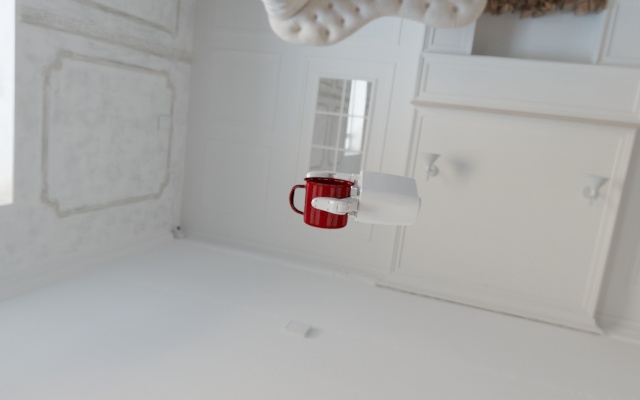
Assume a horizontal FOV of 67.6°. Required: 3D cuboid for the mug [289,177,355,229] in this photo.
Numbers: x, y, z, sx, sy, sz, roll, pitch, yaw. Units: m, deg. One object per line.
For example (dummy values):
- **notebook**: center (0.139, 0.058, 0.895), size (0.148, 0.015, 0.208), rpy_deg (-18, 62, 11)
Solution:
- **mug**: center (-0.001, 0.003, 0.870), size (0.117, 0.081, 0.093), rpy_deg (6, 10, 4)
